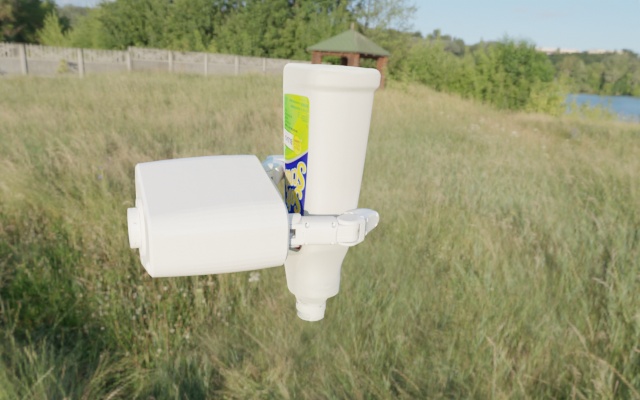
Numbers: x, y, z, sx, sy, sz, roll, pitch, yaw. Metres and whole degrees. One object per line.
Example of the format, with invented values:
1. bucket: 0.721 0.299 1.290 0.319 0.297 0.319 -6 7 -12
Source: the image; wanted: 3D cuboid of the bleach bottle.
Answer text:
1. bleach bottle: 0.000 0.001 0.456 0.068 0.251 0.102 -4 18 -23
